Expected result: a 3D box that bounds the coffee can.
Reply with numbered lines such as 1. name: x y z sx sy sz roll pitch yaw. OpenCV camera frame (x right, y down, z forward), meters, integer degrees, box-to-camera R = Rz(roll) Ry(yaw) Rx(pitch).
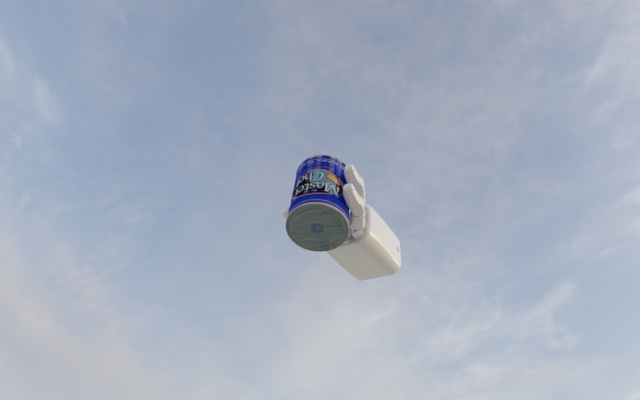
1. coffee can: 0.000 0.003 0.818 0.103 0.103 0.140 0 39 6
